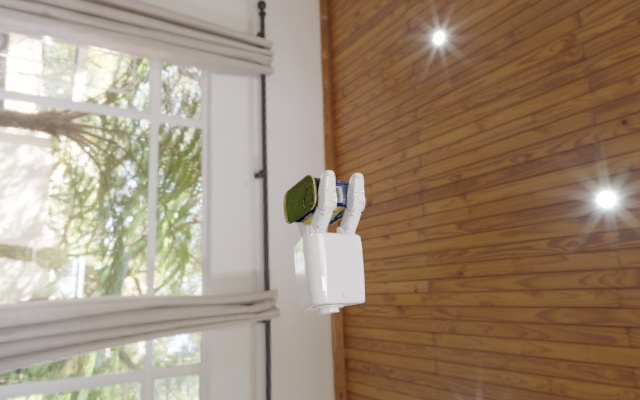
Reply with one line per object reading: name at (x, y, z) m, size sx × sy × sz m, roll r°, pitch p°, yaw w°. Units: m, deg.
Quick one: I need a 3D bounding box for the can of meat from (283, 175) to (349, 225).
can of meat at (0.000, 0.003, 0.777) m, size 0.084 × 0.057 × 0.102 m, roll 6°, pitch -24°, yaw -31°
